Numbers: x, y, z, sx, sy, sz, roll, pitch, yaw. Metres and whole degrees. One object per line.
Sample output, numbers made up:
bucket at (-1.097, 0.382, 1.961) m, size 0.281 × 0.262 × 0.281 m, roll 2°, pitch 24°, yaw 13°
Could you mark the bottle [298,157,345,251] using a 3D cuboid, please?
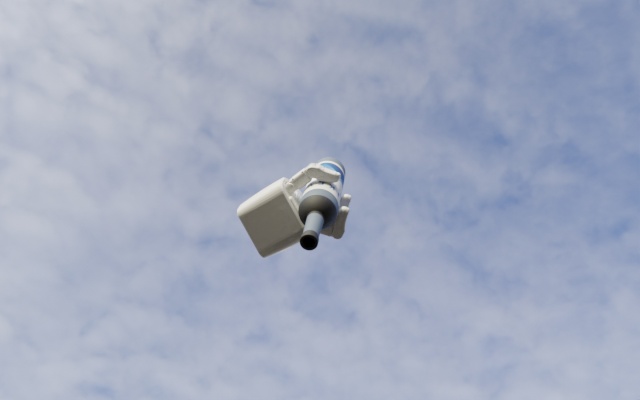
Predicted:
bottle at (0.000, 0.003, 0.833) m, size 0.069 × 0.069 × 0.295 m, roll 0°, pitch 24°, yaw 7°
